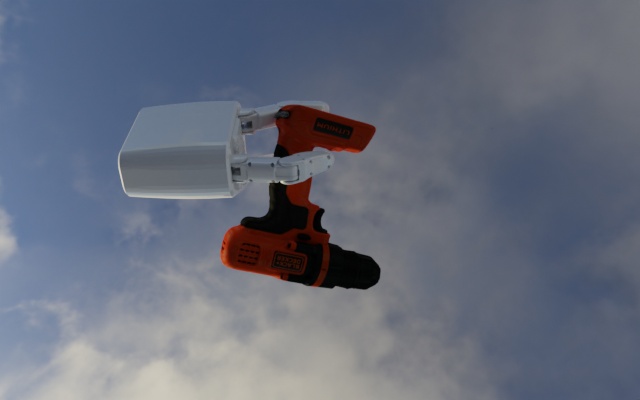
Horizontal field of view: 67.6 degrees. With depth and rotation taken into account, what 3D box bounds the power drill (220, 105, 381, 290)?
[{"bbox_3d":[0.000,0.001,0.519,0.184,0.187,0.057,13,2,-21],"label":"power drill"}]
